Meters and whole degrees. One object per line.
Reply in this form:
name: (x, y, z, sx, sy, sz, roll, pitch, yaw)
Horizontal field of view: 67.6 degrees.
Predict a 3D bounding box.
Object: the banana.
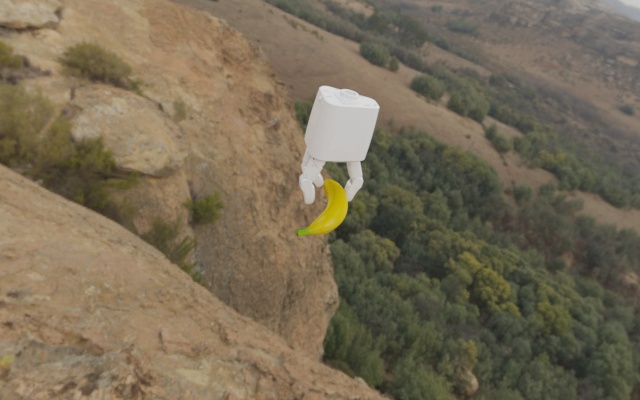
banana: (0.017, 0.010, 0.882, 0.069, 0.037, 0.197, 17, 31, 8)
